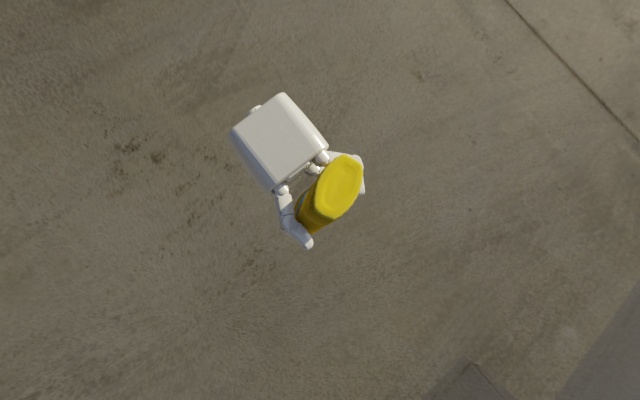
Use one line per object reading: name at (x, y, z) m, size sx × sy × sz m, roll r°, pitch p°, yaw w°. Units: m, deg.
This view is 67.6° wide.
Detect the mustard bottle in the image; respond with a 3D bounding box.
mustard bottle at (0.000, 0.002, 0.711) m, size 0.058 × 0.096 × 0.192 m, roll 29°, pitch -19°, yaw -7°
